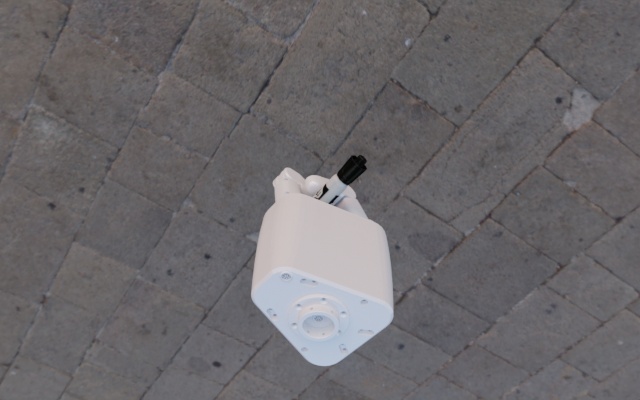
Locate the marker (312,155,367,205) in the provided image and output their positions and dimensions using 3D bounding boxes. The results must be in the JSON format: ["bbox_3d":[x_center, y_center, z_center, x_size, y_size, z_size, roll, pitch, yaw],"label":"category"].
[{"bbox_3d":[0.000,0.001,0.452,0.121,0.020,0.020,-45,-23,24],"label":"marker"}]
